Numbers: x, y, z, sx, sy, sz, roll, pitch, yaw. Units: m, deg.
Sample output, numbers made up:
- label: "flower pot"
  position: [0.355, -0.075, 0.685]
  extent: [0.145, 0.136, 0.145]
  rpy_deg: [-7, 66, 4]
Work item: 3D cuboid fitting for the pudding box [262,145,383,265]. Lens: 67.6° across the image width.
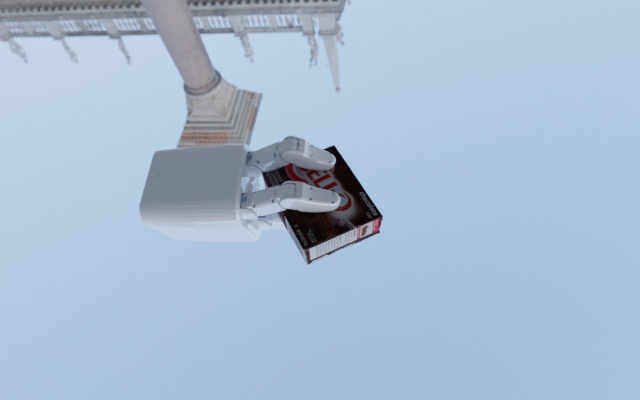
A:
- label: "pudding box"
  position: [0.000, 0.002, 0.512]
  extent: [0.090, 0.113, 0.039]
  rpy_deg: [-23, -31, -13]
